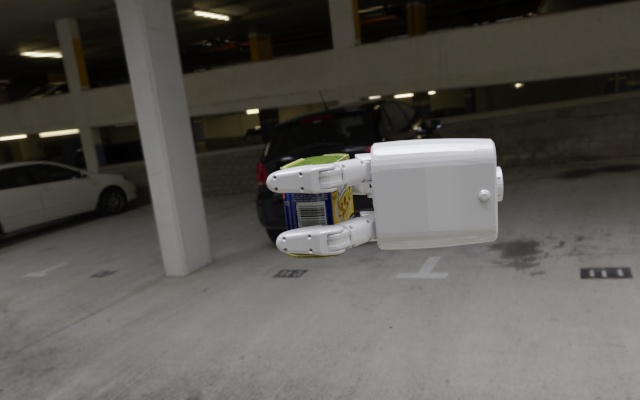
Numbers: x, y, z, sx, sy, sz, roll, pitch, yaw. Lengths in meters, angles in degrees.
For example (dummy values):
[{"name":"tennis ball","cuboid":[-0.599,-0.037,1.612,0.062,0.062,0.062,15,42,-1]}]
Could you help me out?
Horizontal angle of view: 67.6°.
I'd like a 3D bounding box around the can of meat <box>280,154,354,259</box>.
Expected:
[{"name":"can of meat","cuboid":[0.000,0.001,0.474,0.057,0.084,0.102,-2,12,16]}]
